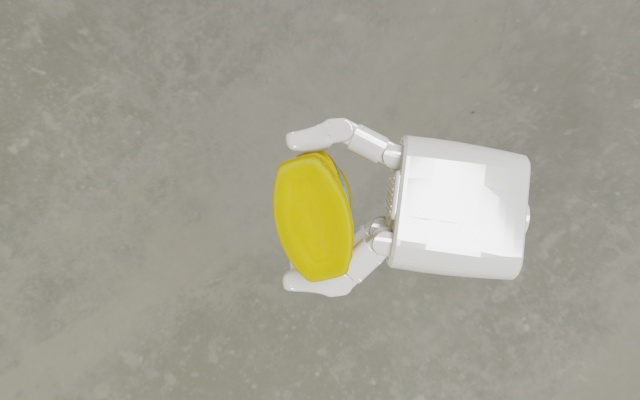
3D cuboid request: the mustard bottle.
[{"bbox_3d":[0.000,0.002,0.443,0.058,0.096,0.191,-16,7,6],"label":"mustard bottle"}]
